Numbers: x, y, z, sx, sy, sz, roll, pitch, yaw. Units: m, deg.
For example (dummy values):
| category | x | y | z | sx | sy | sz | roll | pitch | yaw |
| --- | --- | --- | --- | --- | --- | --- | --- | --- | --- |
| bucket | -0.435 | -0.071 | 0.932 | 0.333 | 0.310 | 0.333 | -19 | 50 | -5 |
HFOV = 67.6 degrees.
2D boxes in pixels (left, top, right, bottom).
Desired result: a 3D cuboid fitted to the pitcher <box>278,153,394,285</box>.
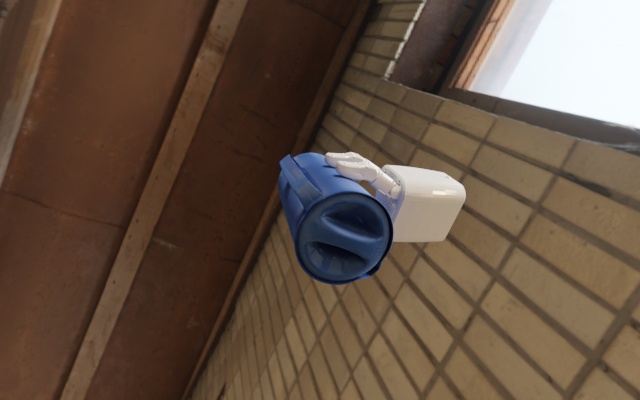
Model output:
| category | x | y | z | sx | sy | sz | roll | pitch | yaw |
| --- | --- | --- | --- | --- | --- | --- | --- | --- | --- |
| pitcher | 0.000 | 0.002 | 0.713 | 0.145 | 0.149 | 0.242 | 2 | 21 | -15 |
